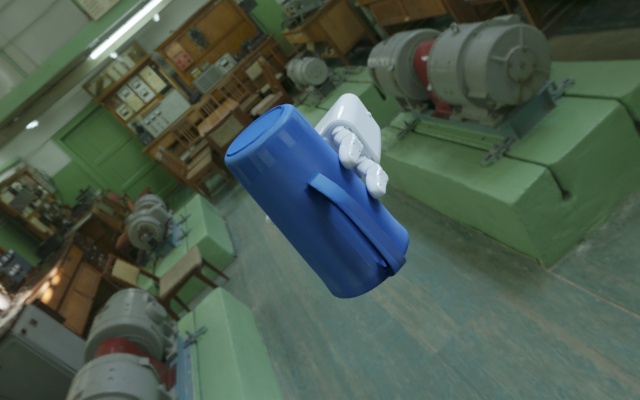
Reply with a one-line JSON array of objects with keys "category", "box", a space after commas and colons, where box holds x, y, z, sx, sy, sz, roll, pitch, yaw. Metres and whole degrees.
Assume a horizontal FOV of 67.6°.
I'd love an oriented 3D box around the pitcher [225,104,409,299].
[{"category": "pitcher", "box": [0.000, 0.002, 0.602, 0.149, 0.243, 0.145, -28, 25, 29]}]
